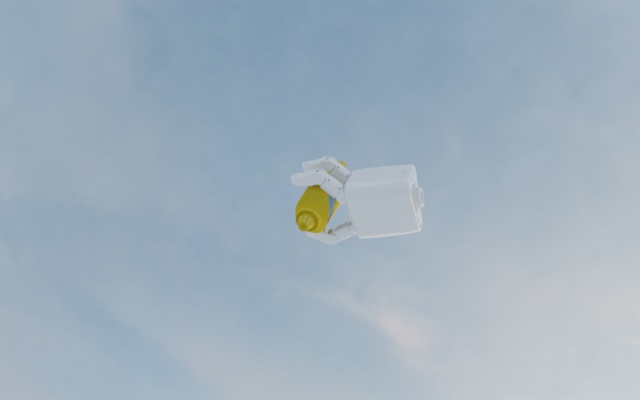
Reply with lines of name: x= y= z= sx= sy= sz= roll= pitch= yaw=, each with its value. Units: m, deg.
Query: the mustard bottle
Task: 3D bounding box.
mustard bottle: x=0.000 y=0.003 z=0.833 sx=0.058 sy=0.096 sz=0.191 roll=16 pitch=28 yaw=10
